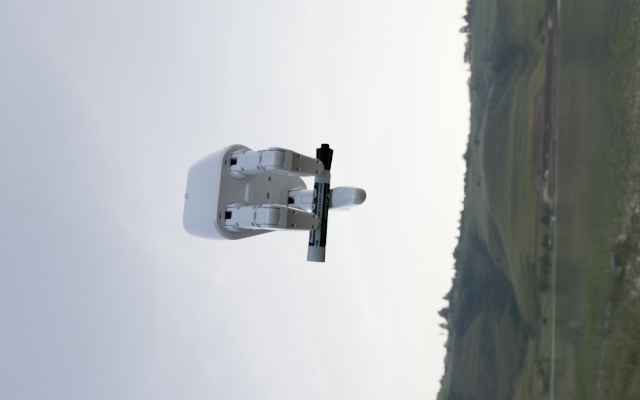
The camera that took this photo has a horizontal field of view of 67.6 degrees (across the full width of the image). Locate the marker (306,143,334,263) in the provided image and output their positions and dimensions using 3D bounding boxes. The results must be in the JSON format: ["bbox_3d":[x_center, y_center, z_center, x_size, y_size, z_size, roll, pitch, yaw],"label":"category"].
[{"bbox_3d":[0.000,0.002,0.482,0.020,0.121,0.020,4,-8,1],"label":"marker"}]
